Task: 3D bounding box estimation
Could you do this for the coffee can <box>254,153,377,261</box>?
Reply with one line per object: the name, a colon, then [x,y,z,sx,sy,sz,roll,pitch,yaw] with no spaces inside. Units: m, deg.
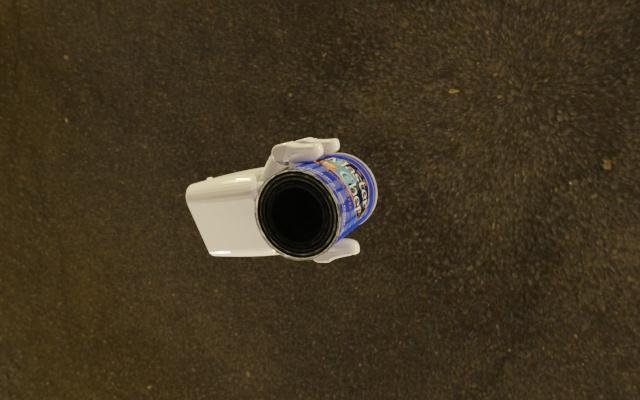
coffee can: [0.000,0.002,0.574,0.103,0.103,0.140,0,12,23]
